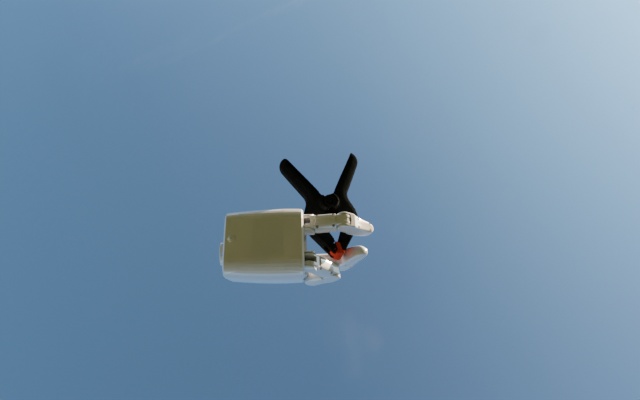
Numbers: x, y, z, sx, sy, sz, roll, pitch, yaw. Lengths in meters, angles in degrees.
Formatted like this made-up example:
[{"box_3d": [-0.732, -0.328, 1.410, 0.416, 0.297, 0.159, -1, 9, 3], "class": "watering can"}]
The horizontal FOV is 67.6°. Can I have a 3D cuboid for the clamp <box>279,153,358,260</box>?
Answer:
[{"box_3d": [0.000, 0.003, 0.700, 0.120, 0.171, 0.039, -1, -30, -3], "class": "clamp"}]
